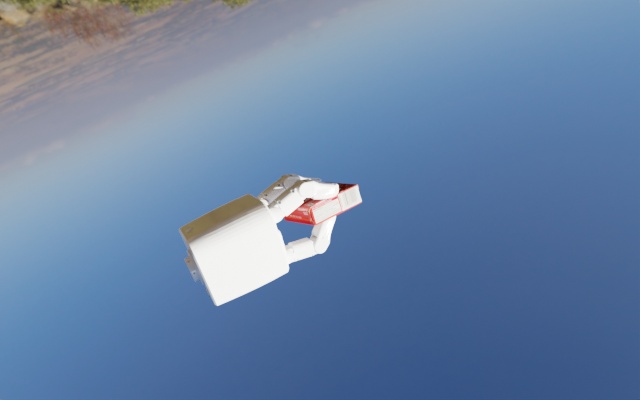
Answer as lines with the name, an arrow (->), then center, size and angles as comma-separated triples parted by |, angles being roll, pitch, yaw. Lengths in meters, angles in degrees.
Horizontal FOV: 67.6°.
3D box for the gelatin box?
gelatin box -> 0.000, 0.002, 0.665 | 0.089, 0.030, 0.073 | -25, 19, -32
